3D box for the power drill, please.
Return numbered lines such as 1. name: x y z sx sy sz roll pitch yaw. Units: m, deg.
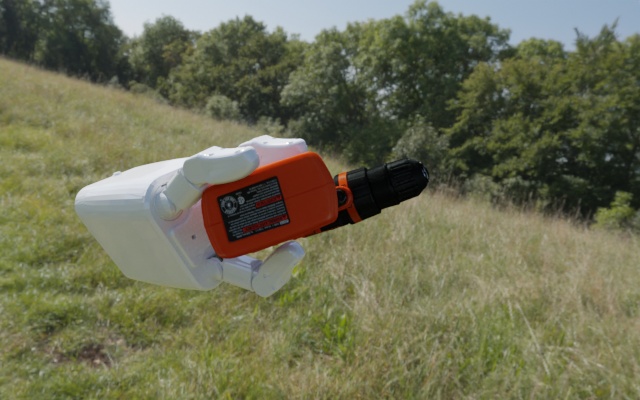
1. power drill: 0.000 0.001 0.416 0.184 0.057 0.187 -21 -8 15
